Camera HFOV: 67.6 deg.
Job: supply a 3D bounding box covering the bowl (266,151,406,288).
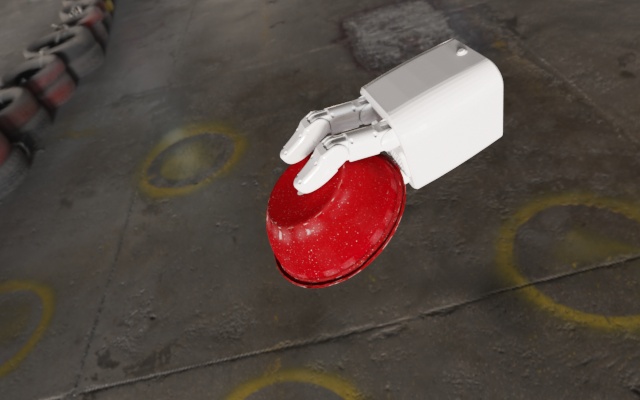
[{"bbox_3d":[-0.001,0.002,0.471,0.162,0.162,0.055,0,-32,44],"label":"bowl"}]
